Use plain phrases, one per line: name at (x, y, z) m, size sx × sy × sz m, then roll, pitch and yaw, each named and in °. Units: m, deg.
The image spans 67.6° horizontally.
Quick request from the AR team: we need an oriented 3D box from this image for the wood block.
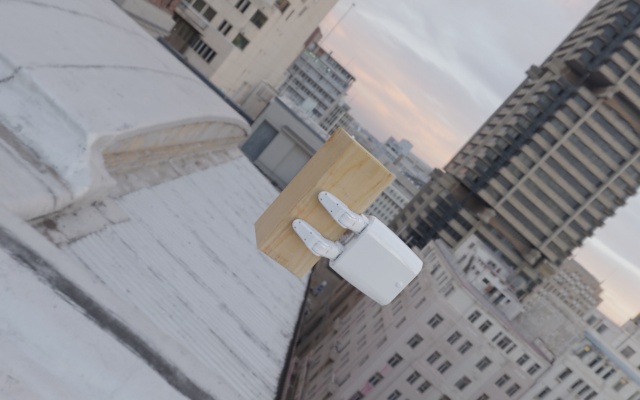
wood block at (0.000, 0.002, 0.722) m, size 0.090 × 0.206 × 0.090 m, roll 38°, pitch 10°, yaw -21°
